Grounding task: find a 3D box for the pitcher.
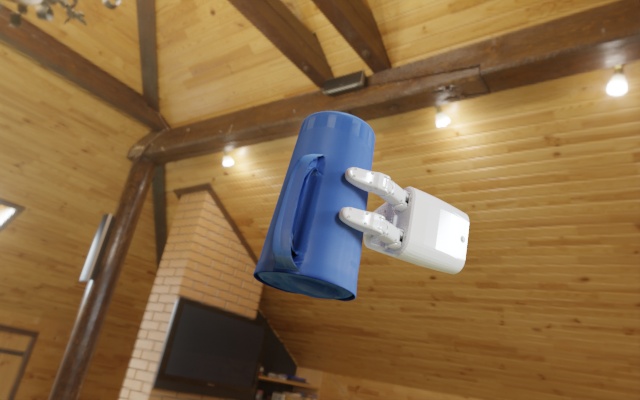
[{"bbox_3d":[0.000,0.002,0.636,0.145,0.242,0.149,21,-22,-21],"label":"pitcher"}]
